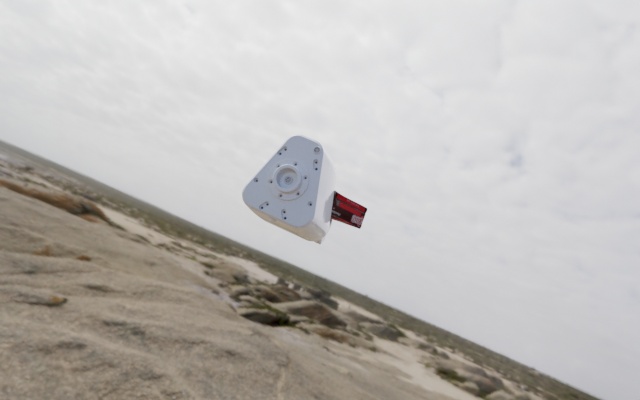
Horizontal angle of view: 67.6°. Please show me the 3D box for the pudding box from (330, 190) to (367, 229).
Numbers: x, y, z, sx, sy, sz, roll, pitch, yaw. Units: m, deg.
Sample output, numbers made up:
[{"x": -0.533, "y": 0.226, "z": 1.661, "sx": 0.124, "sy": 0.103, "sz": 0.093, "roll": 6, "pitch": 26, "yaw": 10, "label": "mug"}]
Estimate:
[{"x": 0.000, "y": 0.002, "z": 0.711, "sx": 0.113, "sy": 0.039, "sz": 0.090, "roll": 20, "pitch": -5, "yaw": 40, "label": "pudding box"}]
